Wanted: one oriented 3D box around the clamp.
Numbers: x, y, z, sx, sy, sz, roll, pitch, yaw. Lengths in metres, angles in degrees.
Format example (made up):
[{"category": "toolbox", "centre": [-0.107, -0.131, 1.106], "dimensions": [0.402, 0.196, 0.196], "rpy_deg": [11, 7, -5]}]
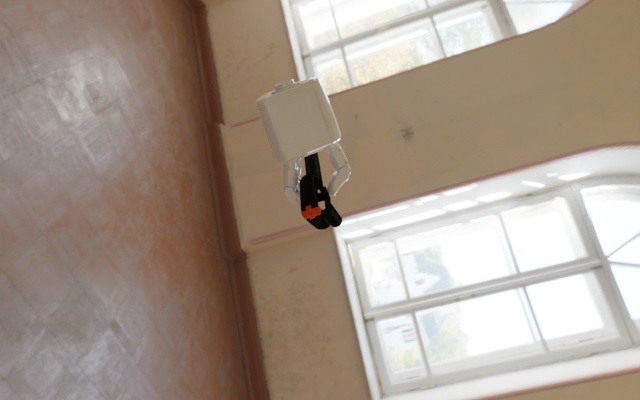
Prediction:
[{"category": "clamp", "centre": [0.001, 0.002, 0.818], "dimensions": [0.036, 0.164, 0.210], "rpy_deg": [-19, 18, 10]}]
